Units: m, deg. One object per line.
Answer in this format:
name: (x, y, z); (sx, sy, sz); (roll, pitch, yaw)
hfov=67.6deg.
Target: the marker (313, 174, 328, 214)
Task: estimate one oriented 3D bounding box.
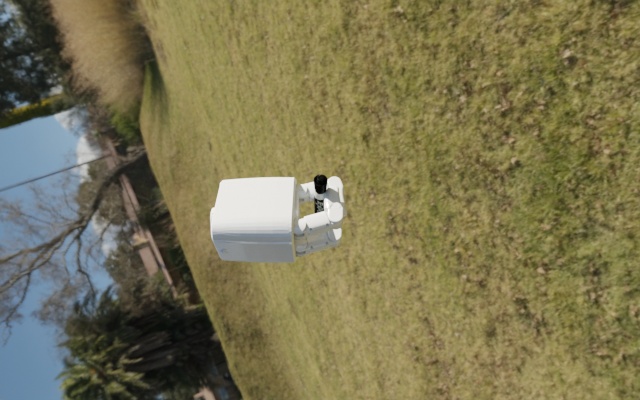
marker: (0.000, 0.002, 0.669); (0.020, 0.020, 0.121); (0, -32, 0)
